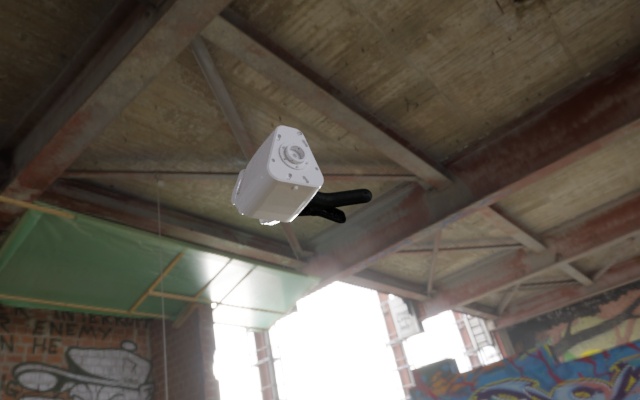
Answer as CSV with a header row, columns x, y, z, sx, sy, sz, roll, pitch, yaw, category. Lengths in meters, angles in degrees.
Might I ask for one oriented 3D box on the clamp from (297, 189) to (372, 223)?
x,y,z,sx,sy,sz,roll,pitch,yaw,category
0.000,0.002,0.818,0.171,0.039,0.120,6,-31,-31,clamp
